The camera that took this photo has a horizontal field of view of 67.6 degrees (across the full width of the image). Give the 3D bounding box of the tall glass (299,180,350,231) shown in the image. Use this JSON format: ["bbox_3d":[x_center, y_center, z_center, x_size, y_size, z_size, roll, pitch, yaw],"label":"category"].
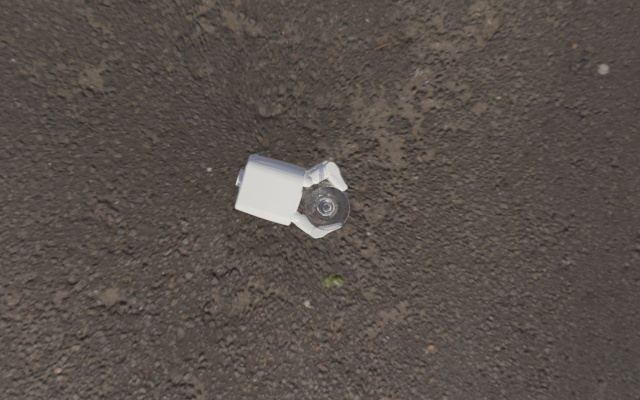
[{"bbox_3d":[0.000,0.003,0.883,0.079,0.079,0.201,0,6,-6],"label":"tall glass"}]
